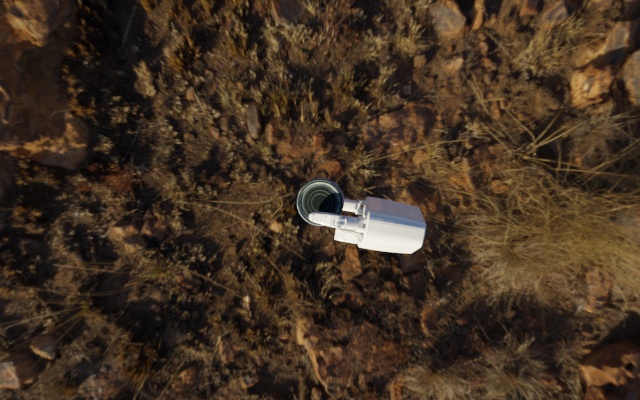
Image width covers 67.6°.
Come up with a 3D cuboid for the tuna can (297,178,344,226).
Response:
[{"bbox_3d":[0.000,0.003,0.865,0.086,0.086,0.034,0,5,3],"label":"tuna can"}]
